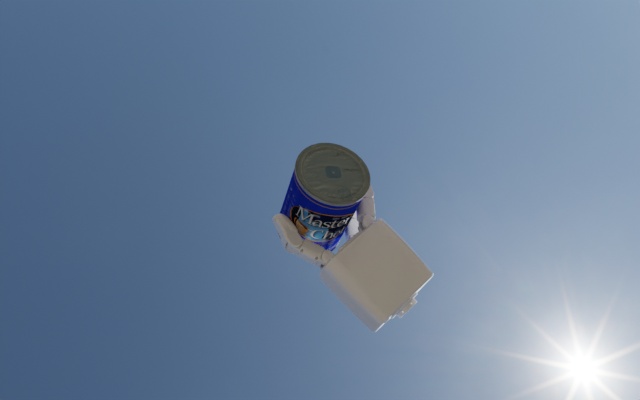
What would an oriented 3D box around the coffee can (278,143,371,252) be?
[{"bbox_3d":[0.000,0.002,0.679,0.103,0.102,0.140,0,-35,-18],"label":"coffee can"}]
